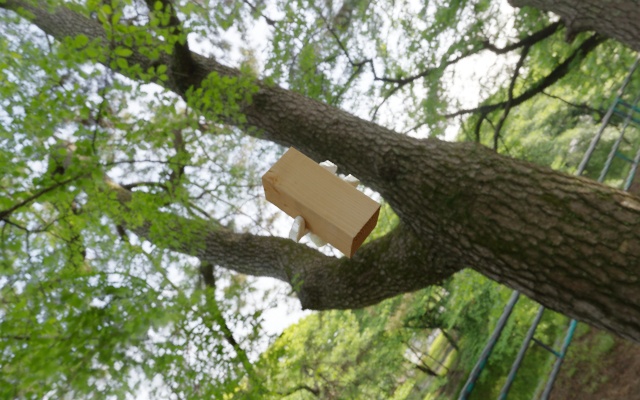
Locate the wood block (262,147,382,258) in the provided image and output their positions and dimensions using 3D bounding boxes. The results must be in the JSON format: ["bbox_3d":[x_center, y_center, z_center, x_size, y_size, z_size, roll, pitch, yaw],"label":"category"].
[{"bbox_3d":[0.000,0.003,0.893,0.206,0.090,0.090,33,-25,17],"label":"wood block"}]
